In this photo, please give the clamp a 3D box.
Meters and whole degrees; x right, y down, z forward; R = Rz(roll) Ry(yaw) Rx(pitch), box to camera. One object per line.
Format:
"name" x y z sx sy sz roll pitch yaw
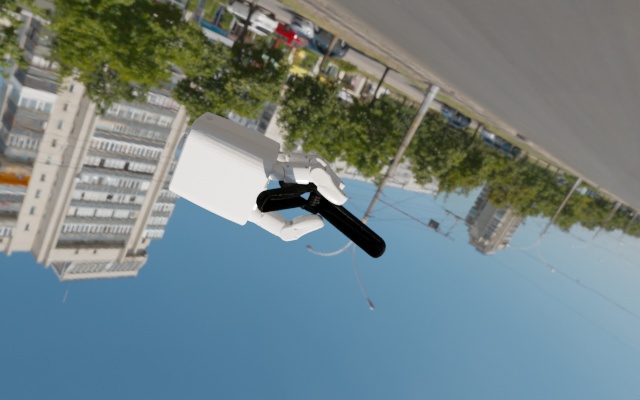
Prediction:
"clamp" -0.001 0.002 0.627 0.164 0.036 0.210 26 16 -10
